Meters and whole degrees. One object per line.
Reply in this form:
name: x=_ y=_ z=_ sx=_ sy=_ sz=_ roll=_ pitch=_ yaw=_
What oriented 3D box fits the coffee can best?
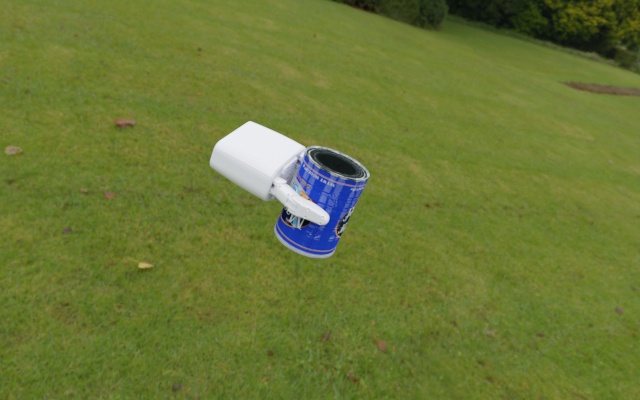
coffee can: x=0.000 y=0.003 z=0.730 sx=0.103 sy=0.140 sz=0.102 roll=19 pitch=24 yaw=-9
